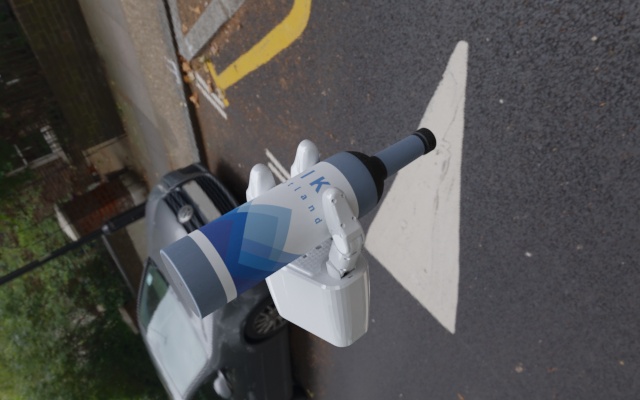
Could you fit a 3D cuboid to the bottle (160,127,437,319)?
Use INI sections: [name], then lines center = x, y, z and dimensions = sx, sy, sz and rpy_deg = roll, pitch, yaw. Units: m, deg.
[bottle]
center = 0.000, 0.002, 0.453
dimensions = 0.295, 0.069, 0.069
rpy_deg = -31, 14, -25
